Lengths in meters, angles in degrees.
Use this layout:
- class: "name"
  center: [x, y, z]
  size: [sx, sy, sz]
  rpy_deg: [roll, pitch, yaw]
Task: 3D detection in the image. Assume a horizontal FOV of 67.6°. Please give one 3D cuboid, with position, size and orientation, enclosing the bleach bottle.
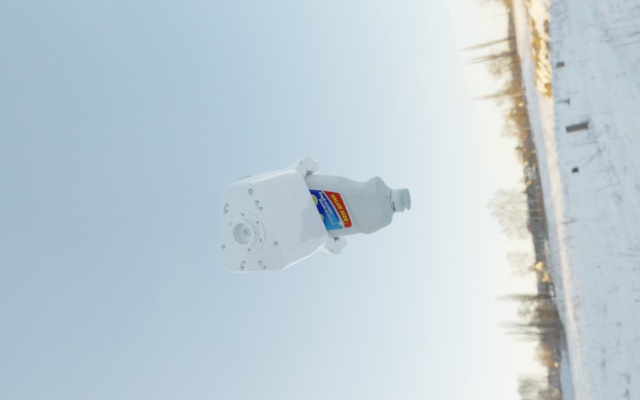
- class: "bleach bottle"
  center: [0.000, 0.002, 0.672]
  size: [0.251, 0.102, 0.068]
  rpy_deg: [-6, 7, 26]
